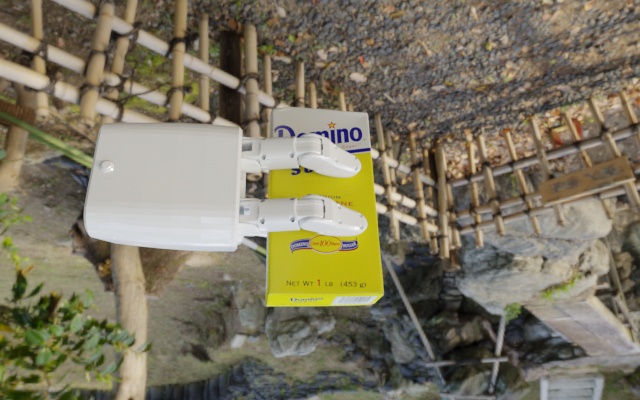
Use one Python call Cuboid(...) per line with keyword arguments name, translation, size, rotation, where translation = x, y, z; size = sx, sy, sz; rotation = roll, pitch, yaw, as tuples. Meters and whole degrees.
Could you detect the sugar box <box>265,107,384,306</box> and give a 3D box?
Cuboid(name="sugar box", translation=(0.000, 0.001, 0.417), size=(0.093, 0.176, 0.048), rotation=(2, -24, -9))
